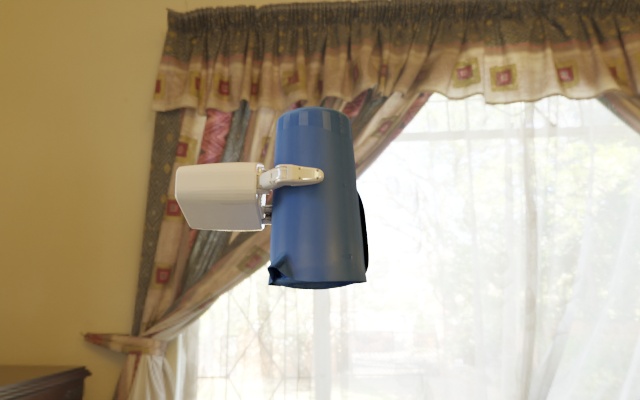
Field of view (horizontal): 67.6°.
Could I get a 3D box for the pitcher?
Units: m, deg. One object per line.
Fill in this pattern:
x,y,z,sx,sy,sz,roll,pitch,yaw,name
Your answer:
0.000,0.002,0.670,0.145,0.242,0.149,-1,-12,-1,pitcher
